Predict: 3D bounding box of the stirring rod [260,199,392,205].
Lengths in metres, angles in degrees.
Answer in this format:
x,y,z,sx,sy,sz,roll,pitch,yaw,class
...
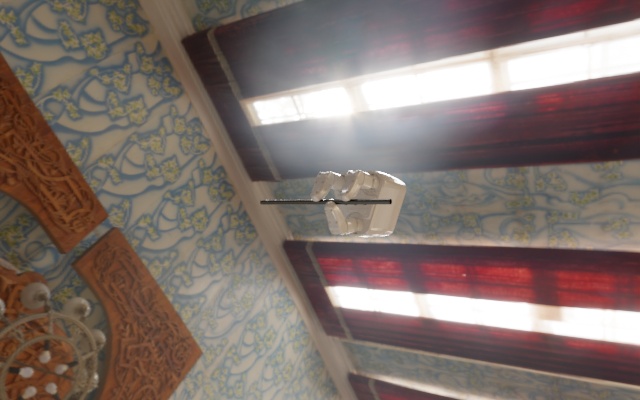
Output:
x,y,z,sx,sy,sz,roll,pitch,yaw,class
0.000,0.002,0.750,0.239,0.011,0.011,0,0,33,stirring rod
